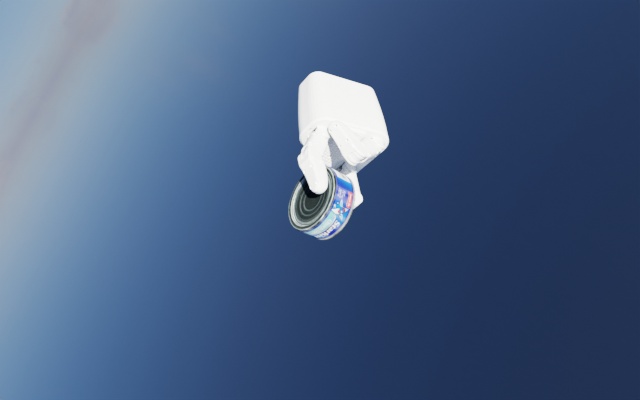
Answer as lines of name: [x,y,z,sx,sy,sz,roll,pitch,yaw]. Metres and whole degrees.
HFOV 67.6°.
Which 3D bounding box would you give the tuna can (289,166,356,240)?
tuna can: [0.000,0.002,0.574,0.034,0.086,0.086,25,-16,-36]
